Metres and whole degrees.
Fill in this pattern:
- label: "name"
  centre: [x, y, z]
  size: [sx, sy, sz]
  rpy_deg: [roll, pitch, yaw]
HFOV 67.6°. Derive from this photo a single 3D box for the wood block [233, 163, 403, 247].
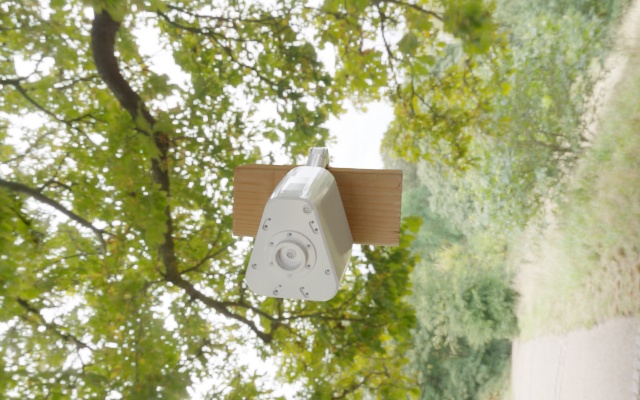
- label: "wood block"
  centre: [0.000, 0.002, 0.618]
  size: [0.206, 0.091, 0.090]
  rpy_deg: [3, 7, 8]
